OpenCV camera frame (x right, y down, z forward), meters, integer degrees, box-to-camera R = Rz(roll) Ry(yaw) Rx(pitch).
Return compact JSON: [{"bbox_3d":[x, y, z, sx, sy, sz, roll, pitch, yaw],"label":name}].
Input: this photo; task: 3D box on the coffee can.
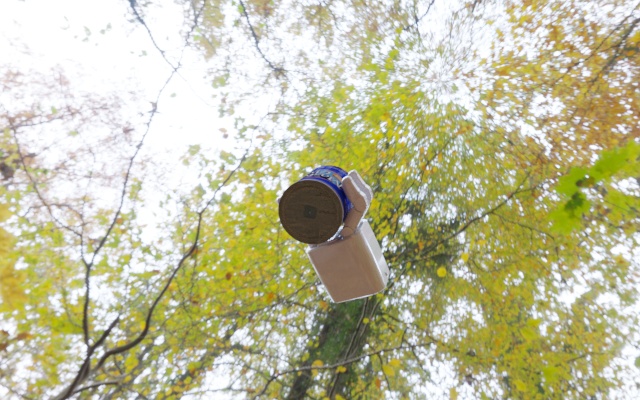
[{"bbox_3d":[0.000,0.002,0.793,0.103,0.103,0.140,0,14,14],"label":"coffee can"}]
